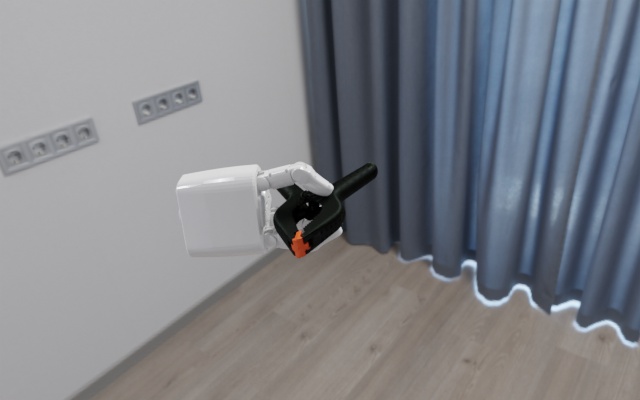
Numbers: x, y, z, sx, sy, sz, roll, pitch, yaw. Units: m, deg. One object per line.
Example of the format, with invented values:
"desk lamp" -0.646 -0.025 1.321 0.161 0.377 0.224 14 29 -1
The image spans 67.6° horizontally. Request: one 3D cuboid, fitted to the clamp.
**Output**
"clamp" 0.000 0.002 0.645 0.164 0.036 0.209 -8 29 7
